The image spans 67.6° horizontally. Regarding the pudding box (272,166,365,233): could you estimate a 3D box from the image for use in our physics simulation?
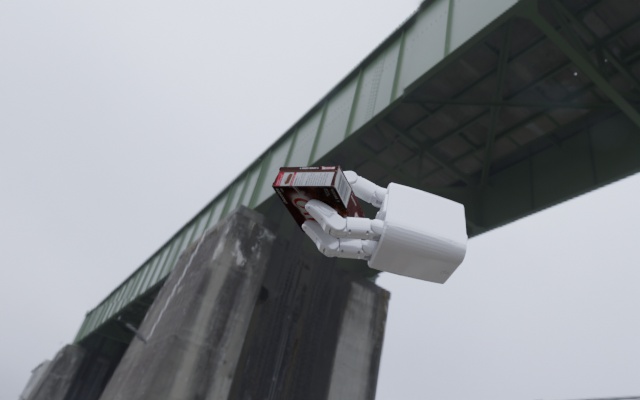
[{"bbox_3d":[0.000,0.002,0.639,0.090,0.039,0.114,0,-38,26],"label":"pudding box"}]
